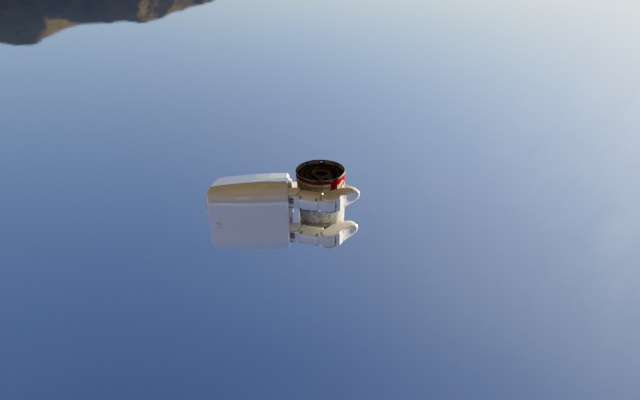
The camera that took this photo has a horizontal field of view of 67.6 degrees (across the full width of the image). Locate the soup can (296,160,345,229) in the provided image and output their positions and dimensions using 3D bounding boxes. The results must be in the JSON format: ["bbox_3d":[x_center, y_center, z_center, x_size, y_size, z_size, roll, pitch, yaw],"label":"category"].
[{"bbox_3d":[0.001,0.002,0.676,0.068,0.102,0.068,0,29,0],"label":"soup can"}]
